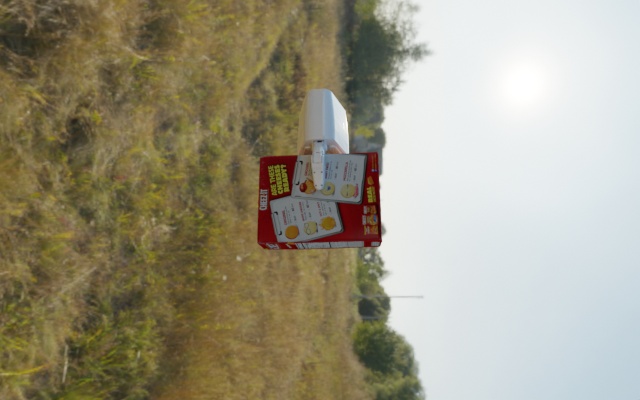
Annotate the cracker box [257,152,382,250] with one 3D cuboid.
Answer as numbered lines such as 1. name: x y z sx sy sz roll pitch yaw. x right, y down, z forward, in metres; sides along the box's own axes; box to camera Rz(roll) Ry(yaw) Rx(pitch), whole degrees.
1. cracker box: 0.000 0.003 0.856 0.214 0.164 0.072 -2 -19 5
